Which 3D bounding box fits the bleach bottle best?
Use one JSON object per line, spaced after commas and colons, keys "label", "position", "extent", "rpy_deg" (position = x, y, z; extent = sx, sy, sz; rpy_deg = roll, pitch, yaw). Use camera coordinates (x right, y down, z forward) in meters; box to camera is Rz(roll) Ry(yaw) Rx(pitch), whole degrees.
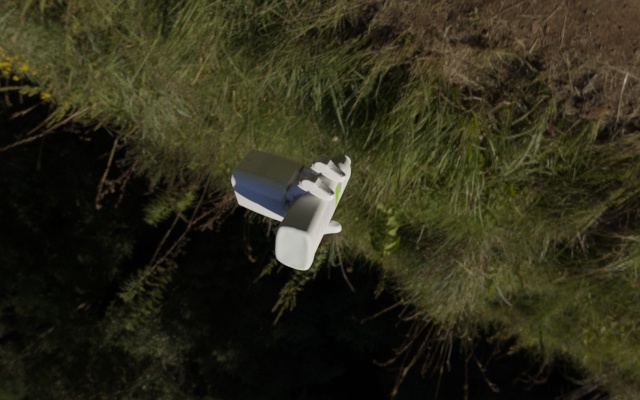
{"label": "bleach bottle", "position": [0.000, 0.003, 0.870], "extent": [0.068, 0.103, 0.250], "rpy_deg": [19, 44, 12]}
